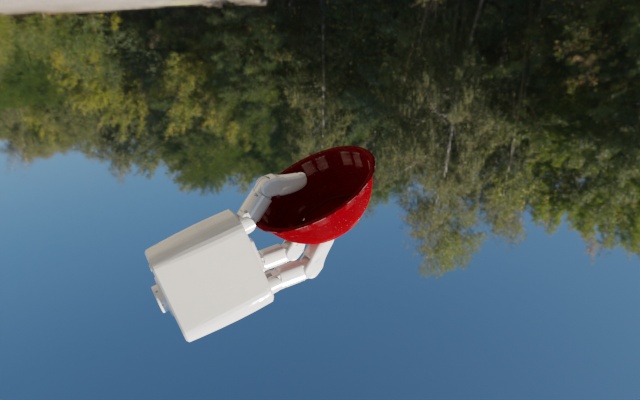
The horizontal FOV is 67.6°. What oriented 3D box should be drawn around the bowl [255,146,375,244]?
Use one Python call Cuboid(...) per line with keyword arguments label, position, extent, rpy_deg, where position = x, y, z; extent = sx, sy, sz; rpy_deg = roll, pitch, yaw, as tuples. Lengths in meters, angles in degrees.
Cuboid(label="bowl", position=(0.001, 0.002, 0.575), extent=(0.162, 0.055, 0.162), rpy_deg=(-22, 30, 13))
